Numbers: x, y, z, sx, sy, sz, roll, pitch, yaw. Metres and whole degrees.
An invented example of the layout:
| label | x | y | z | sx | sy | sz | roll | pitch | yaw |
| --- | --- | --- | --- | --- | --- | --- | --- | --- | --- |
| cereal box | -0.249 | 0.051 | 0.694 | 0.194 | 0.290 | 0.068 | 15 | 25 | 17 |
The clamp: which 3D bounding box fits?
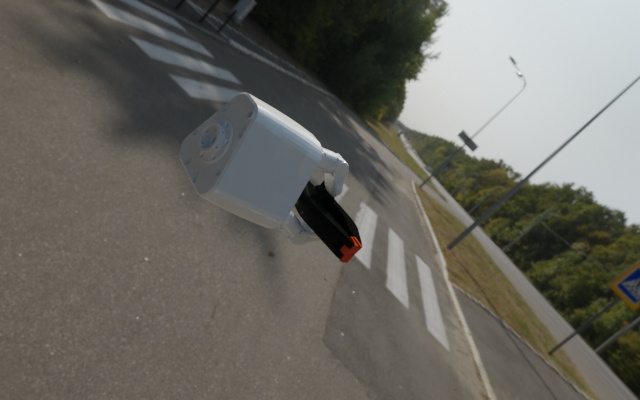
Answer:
| label | x | y | z | sx | sy | sz | roll | pitch | yaw |
| --- | --- | --- | --- | --- | --- | --- | --- | --- | --- |
| clamp | 0.001 | 0.002 | 0.618 | 0.164 | 0.036 | 0.210 | 25 | 21 | -48 |
